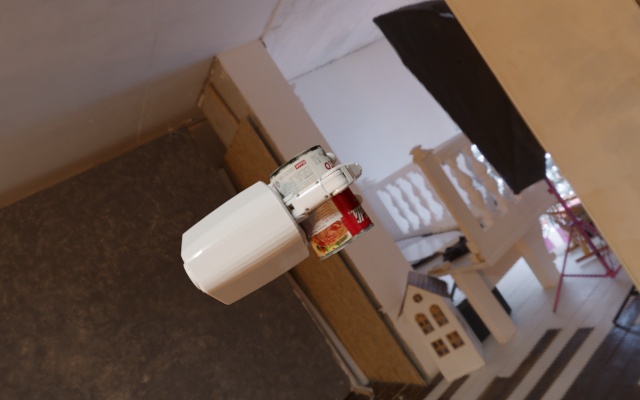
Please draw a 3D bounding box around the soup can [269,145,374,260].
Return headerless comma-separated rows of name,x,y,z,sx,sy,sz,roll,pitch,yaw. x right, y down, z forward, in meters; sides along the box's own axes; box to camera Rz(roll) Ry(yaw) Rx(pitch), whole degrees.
soup can,0.000,0.001,0.502,0.068,0.102,0.068,-33,-1,-1
